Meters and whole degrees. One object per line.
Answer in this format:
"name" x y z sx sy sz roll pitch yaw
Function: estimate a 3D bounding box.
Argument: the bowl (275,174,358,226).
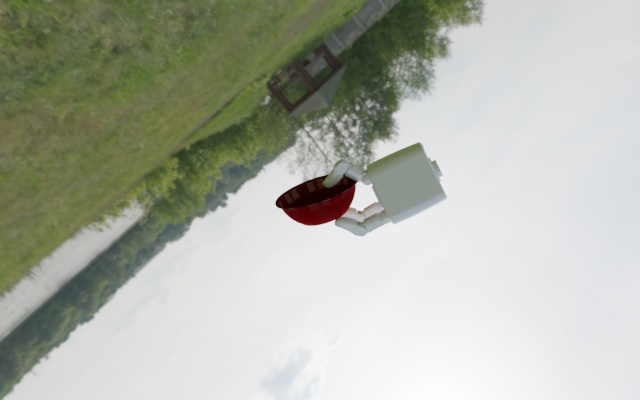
"bowl" -0.001 0.004 0.886 0.162 0.055 0.162 -16 18 5
